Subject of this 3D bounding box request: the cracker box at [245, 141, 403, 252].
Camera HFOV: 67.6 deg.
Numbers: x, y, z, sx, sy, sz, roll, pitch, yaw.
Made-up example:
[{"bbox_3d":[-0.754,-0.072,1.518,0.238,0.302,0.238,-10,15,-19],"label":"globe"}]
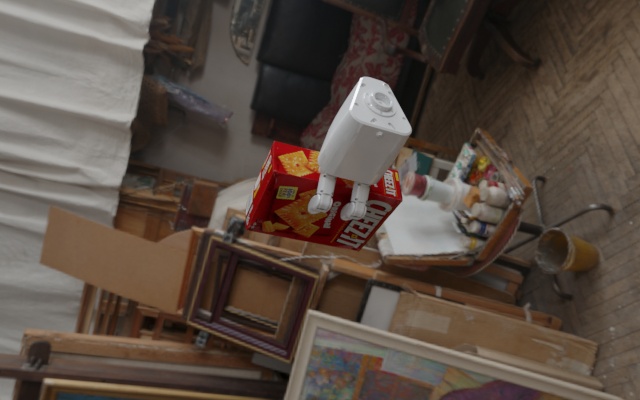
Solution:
[{"bbox_3d":[0.000,0.002,0.781,0.214,0.072,0.164,13,-40,-18],"label":"cracker box"}]
